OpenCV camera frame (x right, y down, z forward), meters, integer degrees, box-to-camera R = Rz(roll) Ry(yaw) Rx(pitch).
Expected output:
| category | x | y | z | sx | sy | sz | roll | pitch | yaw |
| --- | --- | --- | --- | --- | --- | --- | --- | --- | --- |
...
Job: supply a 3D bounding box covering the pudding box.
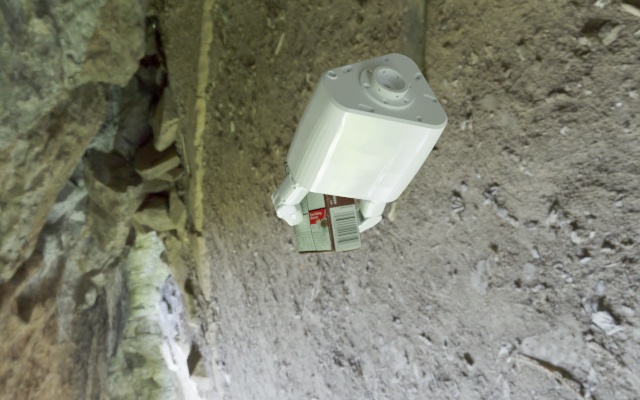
| category | x | y | z | sx | sy | sz | roll | pitch | yaw |
| --- | --- | --- | --- | --- | --- | --- | --- | --- | --- |
| pudding box | 0.000 | 0.002 | 0.527 | 0.039 | 0.113 | 0.090 | -6 | -3 | -27 |
